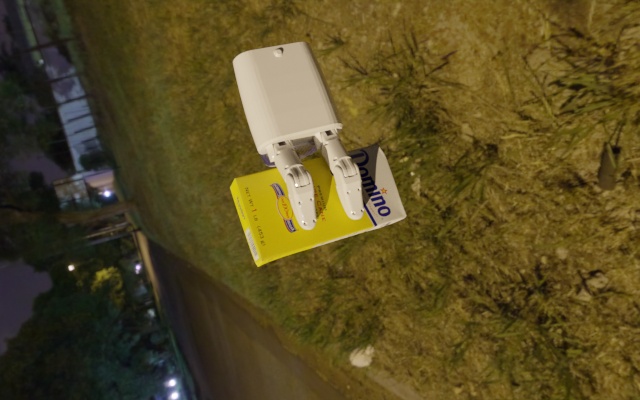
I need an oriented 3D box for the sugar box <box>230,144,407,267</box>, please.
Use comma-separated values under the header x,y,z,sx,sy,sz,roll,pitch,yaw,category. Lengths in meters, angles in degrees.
x,y,z,sx,sy,sz,roll,pitch,yaw,category
0.000,0.001,0.526,0.176,0.093,0.048,-17,-8,-19,sugar box
